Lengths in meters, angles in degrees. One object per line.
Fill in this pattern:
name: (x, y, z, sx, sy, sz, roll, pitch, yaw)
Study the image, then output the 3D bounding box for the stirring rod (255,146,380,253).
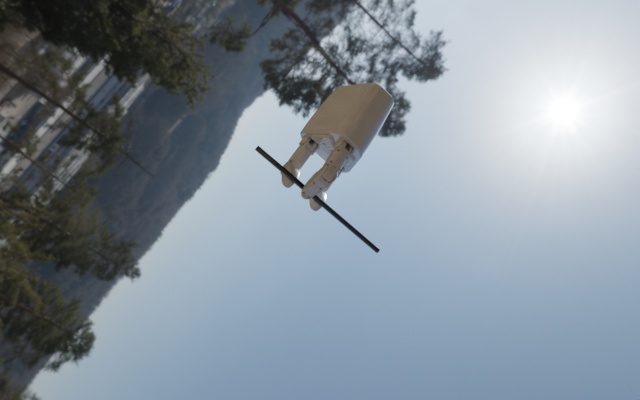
stirring rod: (0.000, 0.002, 0.689, 0.239, 0.011, 0.011, 40, -15, -18)
